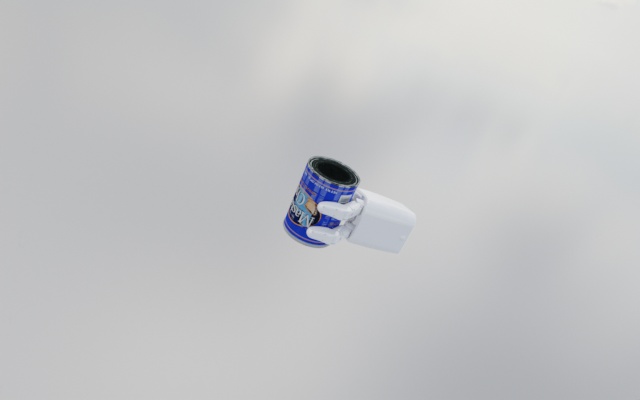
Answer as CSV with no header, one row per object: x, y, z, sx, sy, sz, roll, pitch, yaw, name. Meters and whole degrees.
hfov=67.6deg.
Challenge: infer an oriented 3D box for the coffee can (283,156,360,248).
0.000,0.003,0.890,0.103,0.140,0.102,18,28,-10,coffee can
